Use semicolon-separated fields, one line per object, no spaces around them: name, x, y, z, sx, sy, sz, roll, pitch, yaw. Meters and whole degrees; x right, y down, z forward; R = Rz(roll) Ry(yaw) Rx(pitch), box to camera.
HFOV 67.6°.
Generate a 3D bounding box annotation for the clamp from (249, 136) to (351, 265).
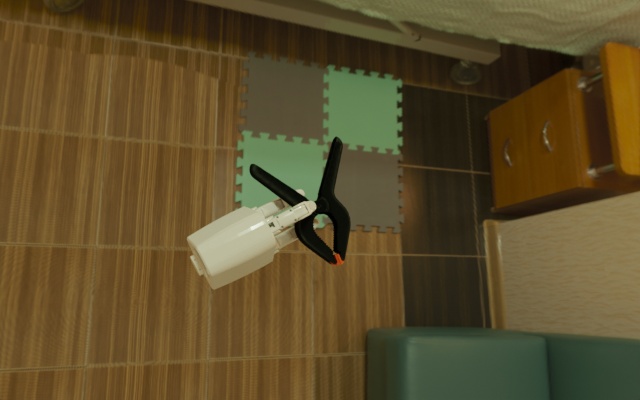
clamp;0.000;0.003;0.784;0.164;0.210;0.036;-27;-1;-16
